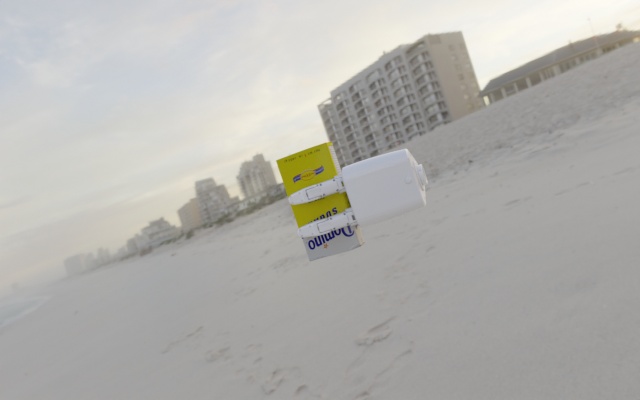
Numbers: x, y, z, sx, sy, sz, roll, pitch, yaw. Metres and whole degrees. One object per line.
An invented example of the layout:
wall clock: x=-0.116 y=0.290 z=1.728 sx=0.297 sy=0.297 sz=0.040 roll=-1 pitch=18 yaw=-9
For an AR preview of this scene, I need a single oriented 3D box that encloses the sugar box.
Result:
sugar box: x=0.000 y=0.002 z=0.780 sx=0.093 sy=0.176 sz=0.048 roll=-18 pitch=0 yaw=17
